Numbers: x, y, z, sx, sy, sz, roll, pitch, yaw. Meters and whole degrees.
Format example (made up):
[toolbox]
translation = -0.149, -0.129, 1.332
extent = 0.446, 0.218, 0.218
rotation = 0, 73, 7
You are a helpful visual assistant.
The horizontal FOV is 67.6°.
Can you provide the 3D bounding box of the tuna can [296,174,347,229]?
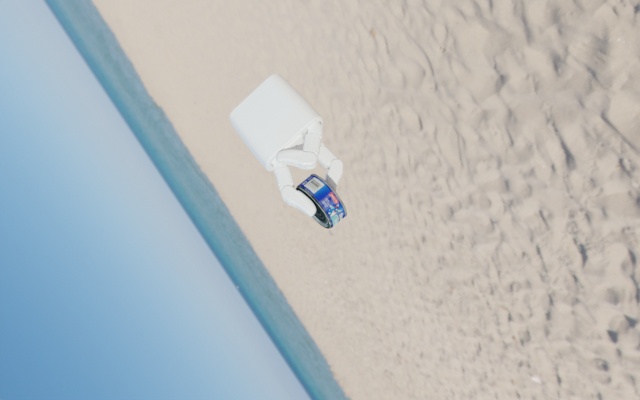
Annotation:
[tuna can]
translation = 0.000, 0.003, 0.741
extent = 0.033, 0.086, 0.086
rotation = -39, 12, -15
